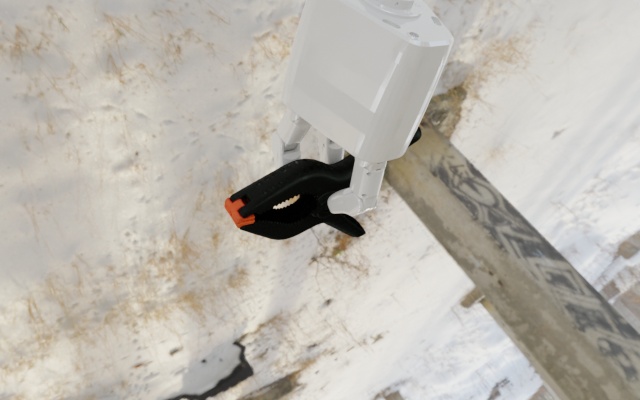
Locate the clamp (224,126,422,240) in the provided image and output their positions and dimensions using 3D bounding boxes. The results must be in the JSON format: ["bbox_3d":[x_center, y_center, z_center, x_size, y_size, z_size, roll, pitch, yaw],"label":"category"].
[{"bbox_3d":[0.000,0.002,0.492,0.210,0.165,0.036,-17,52,-32],"label":"clamp"}]
